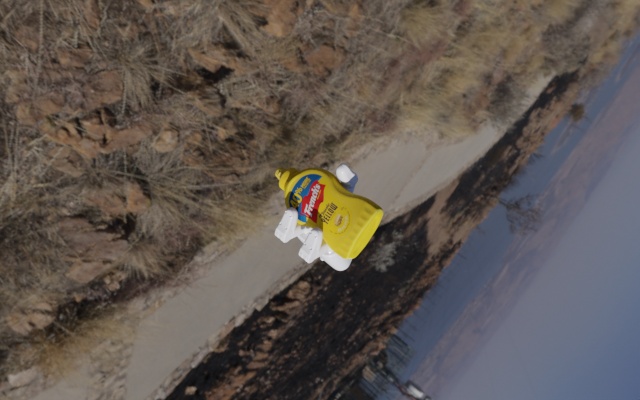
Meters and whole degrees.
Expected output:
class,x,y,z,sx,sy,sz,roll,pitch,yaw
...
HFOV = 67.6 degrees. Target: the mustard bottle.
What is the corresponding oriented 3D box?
class,x,y,z,sx,sy,sz,roll,pitch,yaw
mustard bottle,0.000,0.003,0.763,0.191,0.096,0.058,37,15,25
